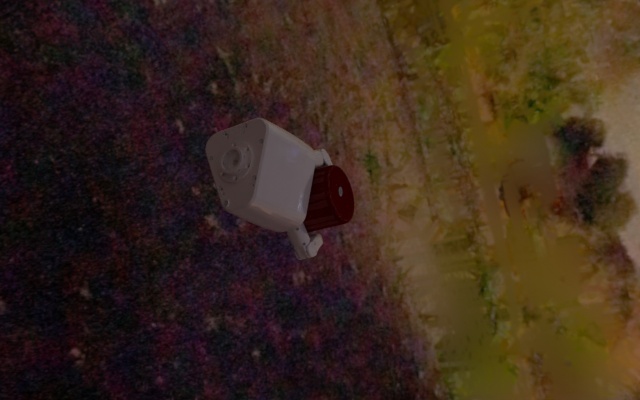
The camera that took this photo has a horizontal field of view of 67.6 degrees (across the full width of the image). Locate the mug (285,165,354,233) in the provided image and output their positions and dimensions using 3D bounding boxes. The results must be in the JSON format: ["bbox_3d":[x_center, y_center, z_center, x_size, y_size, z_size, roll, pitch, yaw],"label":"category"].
[{"bbox_3d":[0.001,0.003,0.665,0.081,0.093,0.117,-14,-20,26],"label":"mug"}]
